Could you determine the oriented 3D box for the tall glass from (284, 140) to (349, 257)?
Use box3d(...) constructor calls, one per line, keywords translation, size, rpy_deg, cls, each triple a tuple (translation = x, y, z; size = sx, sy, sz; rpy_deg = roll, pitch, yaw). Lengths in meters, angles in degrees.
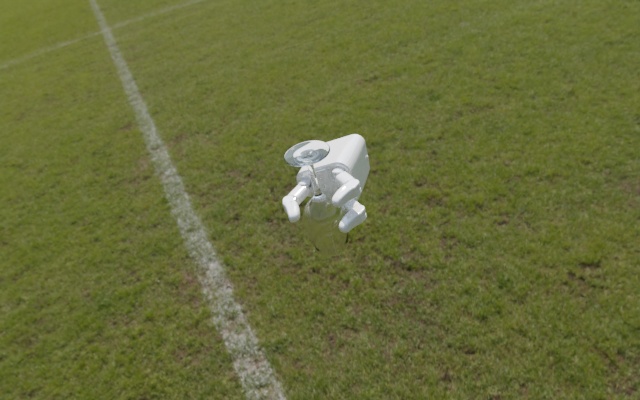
box3d(translation=(0.000, 0.002, 0.808), size=(0.079, 0.201, 0.079), rpy_deg=(-10, 36, 7), cls="tall glass")
